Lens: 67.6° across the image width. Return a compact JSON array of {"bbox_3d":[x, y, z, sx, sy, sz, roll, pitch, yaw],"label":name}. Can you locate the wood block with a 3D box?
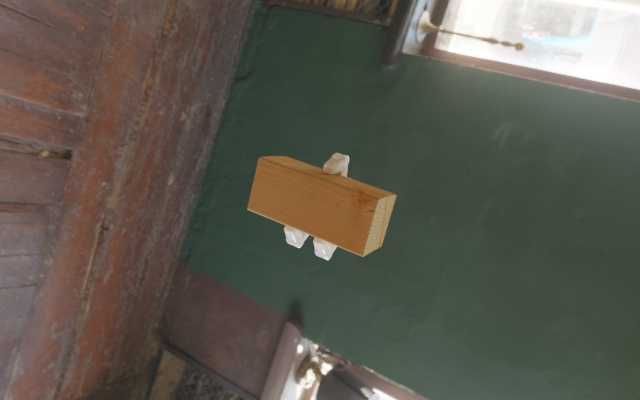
[{"bbox_3d":[0.000,0.002,0.751,0.206,0.091,0.090,20,14,23],"label":"wood block"}]
